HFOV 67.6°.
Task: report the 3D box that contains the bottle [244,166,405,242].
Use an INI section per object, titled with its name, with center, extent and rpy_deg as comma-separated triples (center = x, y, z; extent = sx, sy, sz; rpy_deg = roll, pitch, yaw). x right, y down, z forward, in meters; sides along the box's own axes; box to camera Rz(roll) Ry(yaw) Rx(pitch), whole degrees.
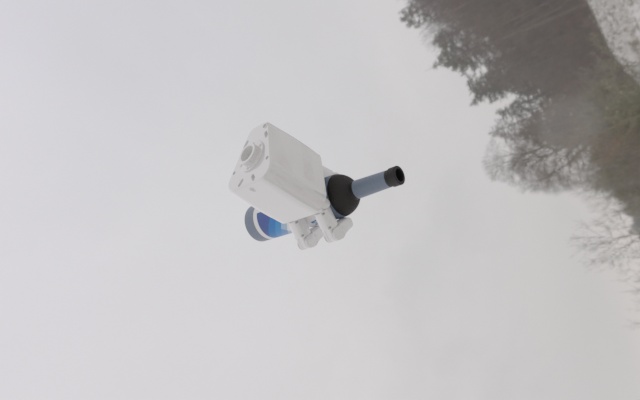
[bottle]
center = 0.000, 0.003, 0.740
extent = 0.296, 0.069, 0.069
rpy_deg = -19, -12, 40
